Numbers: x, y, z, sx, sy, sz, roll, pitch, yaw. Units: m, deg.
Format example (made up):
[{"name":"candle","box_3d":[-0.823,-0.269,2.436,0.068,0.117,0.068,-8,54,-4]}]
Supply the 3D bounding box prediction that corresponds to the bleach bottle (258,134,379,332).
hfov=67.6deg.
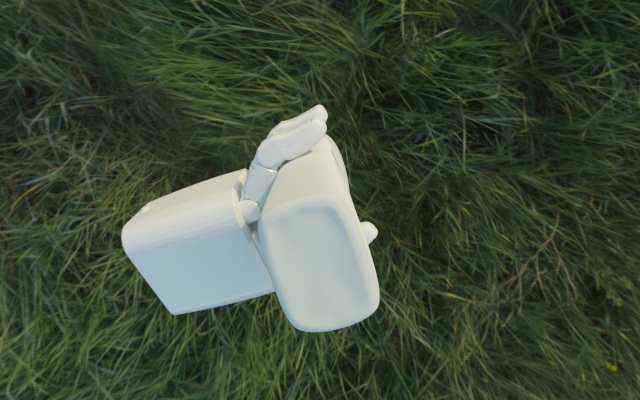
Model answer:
[{"name":"bleach bottle","box_3d":[0.000,0.001,0.423,0.068,0.102,0.250,-16,18,6]}]
